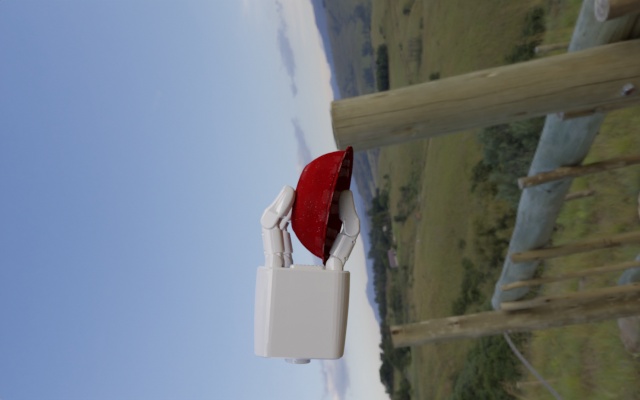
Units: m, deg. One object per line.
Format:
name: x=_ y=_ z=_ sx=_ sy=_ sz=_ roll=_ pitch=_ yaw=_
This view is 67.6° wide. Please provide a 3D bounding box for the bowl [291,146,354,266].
bowl: x=0.000 y=0.001 z=0.634 sx=0.055 sy=0.162 sz=0.162 roll=13 pitch=2 yaw=10
